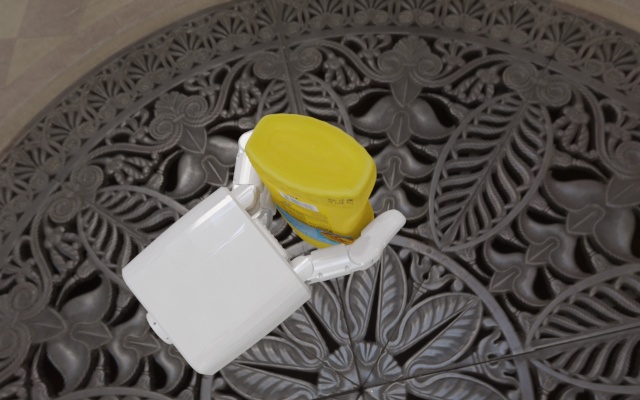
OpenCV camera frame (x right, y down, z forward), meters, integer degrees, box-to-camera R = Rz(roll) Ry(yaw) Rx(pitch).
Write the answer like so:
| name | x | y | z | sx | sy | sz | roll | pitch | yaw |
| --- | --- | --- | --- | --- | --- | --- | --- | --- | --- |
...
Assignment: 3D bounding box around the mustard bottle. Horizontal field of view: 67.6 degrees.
| name | x | y | z | sx | sy | sz | roll | pitch | yaw |
| --- | --- | --- | --- | --- | --- | --- | --- | --- | --- |
| mustard bottle | 0.000 | 0.001 | 0.421 | 0.096 | 0.058 | 0.192 | 22 | -18 | 14 |
